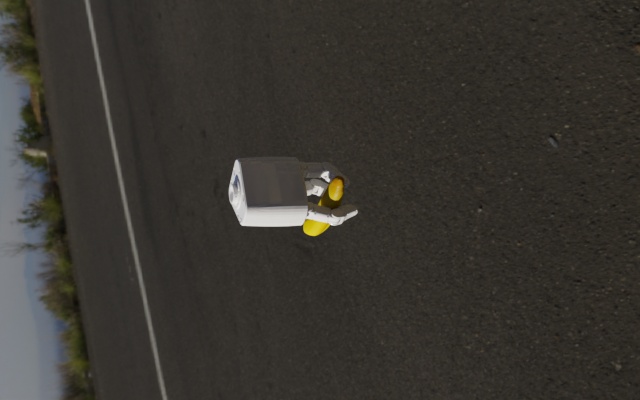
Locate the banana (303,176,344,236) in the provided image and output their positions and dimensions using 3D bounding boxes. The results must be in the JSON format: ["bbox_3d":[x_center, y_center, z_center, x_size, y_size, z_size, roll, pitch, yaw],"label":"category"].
[{"bbox_3d":[0.000,0.022,0.867,0.037,0.069,0.198,3,-21,-18],"label":"banana"}]
